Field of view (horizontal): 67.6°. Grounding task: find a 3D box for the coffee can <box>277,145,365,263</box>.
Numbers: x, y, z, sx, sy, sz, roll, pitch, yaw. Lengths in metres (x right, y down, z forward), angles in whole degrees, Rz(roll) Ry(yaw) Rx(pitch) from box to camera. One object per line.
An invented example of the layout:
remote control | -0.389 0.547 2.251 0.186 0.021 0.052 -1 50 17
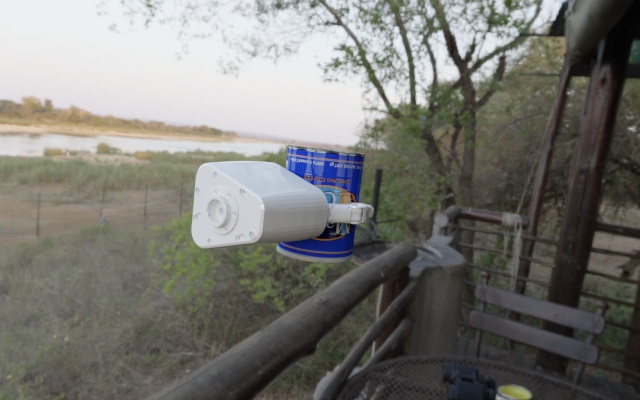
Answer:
coffee can | 0.000 0.002 0.633 0.103 0.140 0.103 7 7 -1
